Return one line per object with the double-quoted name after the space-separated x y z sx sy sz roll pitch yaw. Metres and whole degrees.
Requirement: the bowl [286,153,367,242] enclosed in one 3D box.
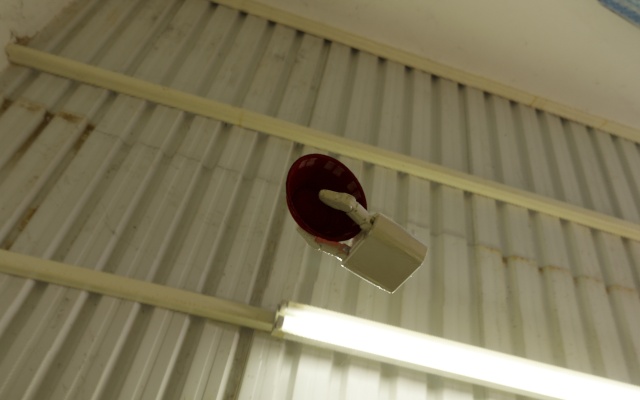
-0.001 0.002 0.819 0.162 0.162 0.055 0 -23 -35 "bowl"
